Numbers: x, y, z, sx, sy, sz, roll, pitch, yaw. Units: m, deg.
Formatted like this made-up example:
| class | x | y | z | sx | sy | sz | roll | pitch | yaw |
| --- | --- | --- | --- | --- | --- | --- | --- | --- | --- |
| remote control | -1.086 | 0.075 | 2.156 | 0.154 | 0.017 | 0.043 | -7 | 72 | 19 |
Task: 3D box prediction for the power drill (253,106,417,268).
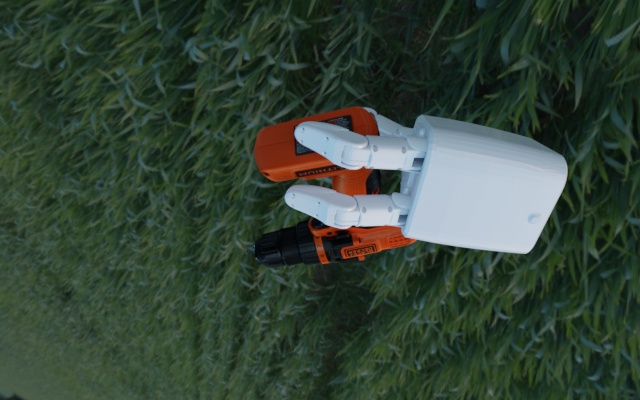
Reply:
| class | x | y | z | sx | sy | sz | roll | pitch | yaw |
| --- | --- | --- | --- | --- | --- | --- | --- | --- | --- |
| power drill | 0.000 | 0.001 | 0.470 | 0.184 | 0.057 | 0.188 | -13 | -36 | 6 |
